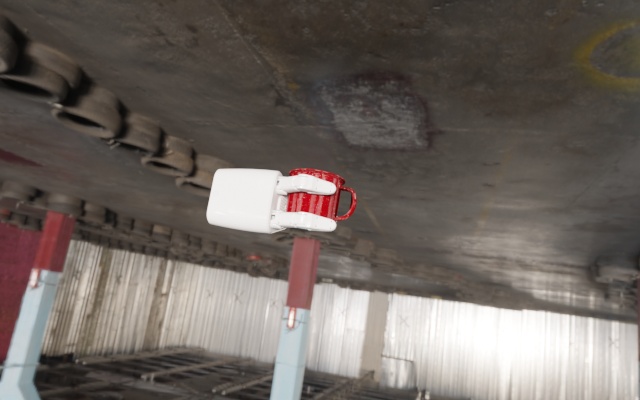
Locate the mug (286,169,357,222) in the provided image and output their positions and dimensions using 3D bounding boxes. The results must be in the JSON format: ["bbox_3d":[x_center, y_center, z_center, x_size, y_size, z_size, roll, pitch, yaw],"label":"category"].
[{"bbox_3d":[0.001,0.003,0.764,0.117,0.081,0.093,6,-13,15],"label":"mug"}]
